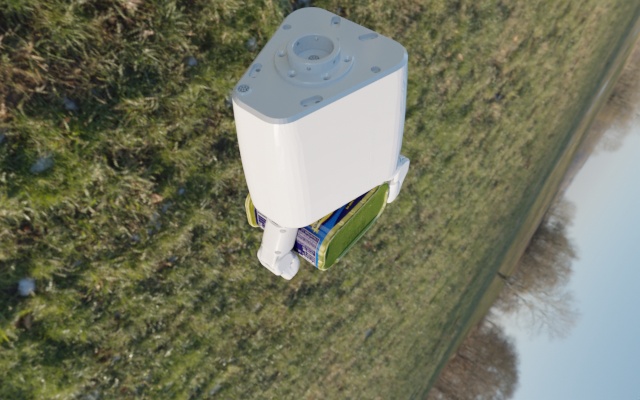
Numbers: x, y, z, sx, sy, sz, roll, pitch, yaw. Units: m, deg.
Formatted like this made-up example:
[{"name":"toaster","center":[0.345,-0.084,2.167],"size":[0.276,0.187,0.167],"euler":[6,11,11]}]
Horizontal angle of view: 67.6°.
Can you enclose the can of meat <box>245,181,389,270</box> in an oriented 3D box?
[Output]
[{"name":"can of meat","center":[0.000,0.002,0.423],"size":[0.084,0.057,0.102],"euler":[32,58,23]}]
